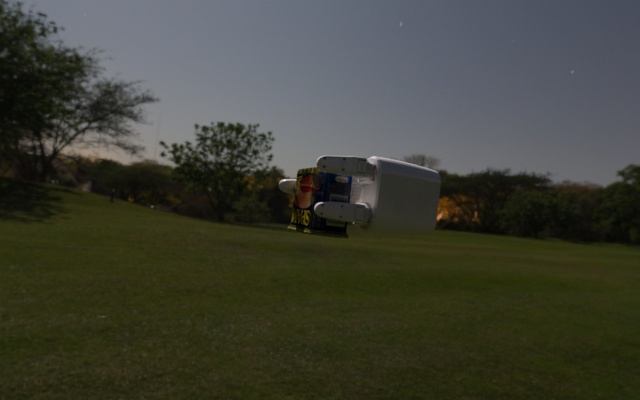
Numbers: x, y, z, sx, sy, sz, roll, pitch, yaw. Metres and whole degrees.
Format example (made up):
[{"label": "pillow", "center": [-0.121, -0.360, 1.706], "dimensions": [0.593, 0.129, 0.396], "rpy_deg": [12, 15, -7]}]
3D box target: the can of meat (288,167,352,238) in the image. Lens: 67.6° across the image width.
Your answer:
[{"label": "can of meat", "center": [0.000, 0.002, 0.624], "dimensions": [0.057, 0.084, 0.102], "rpy_deg": [7, -1, -22]}]
